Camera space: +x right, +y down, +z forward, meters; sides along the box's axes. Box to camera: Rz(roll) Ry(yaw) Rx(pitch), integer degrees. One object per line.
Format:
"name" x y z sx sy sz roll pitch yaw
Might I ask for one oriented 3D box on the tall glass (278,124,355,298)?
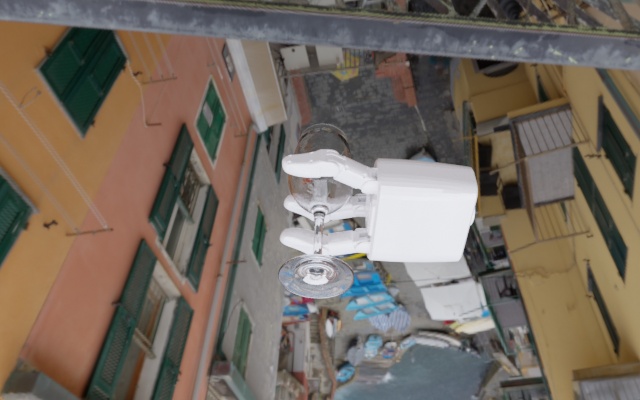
"tall glass" 0.000 0.002 0.527 0.079 0.200 0.079 1 -42 1
